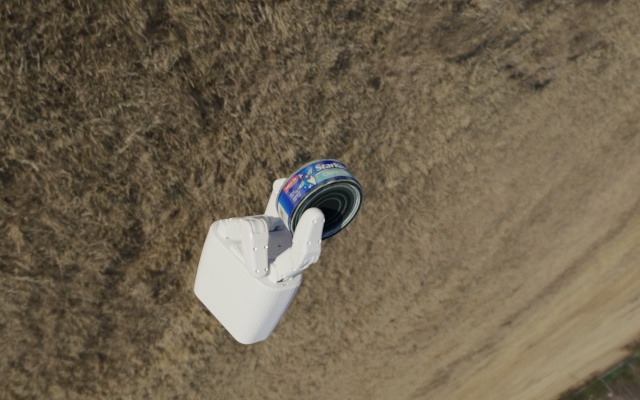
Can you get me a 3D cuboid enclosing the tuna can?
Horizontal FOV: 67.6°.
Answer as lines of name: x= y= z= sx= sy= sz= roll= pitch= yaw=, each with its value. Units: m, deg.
tuna can: x=0.000 y=0.002 z=0.482 sx=0.086 sy=0.086 sz=0.033 roll=0 pitch=39 yaw=-38
